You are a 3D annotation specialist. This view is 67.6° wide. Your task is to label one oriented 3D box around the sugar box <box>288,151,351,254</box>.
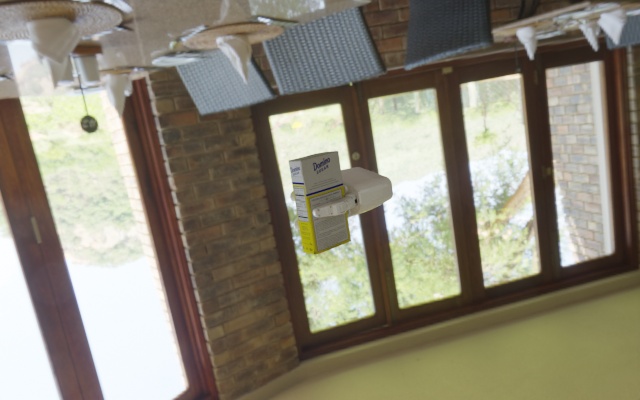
[{"bbox_3d":[0.000,0.003,0.882,0.093,0.176,0.048,-17,12,-38],"label":"sugar box"}]
